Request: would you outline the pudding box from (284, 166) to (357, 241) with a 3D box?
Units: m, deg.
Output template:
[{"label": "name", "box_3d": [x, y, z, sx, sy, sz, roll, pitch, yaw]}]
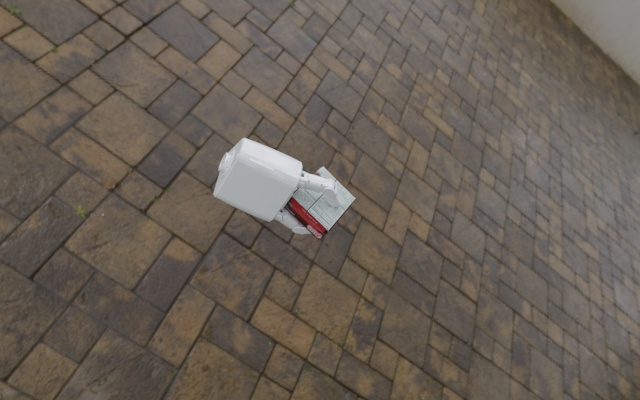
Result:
[{"label": "pudding box", "box_3d": [0.000, 0.003, 0.832, 0.113, 0.090, 0.039, -46, 2, -43]}]
